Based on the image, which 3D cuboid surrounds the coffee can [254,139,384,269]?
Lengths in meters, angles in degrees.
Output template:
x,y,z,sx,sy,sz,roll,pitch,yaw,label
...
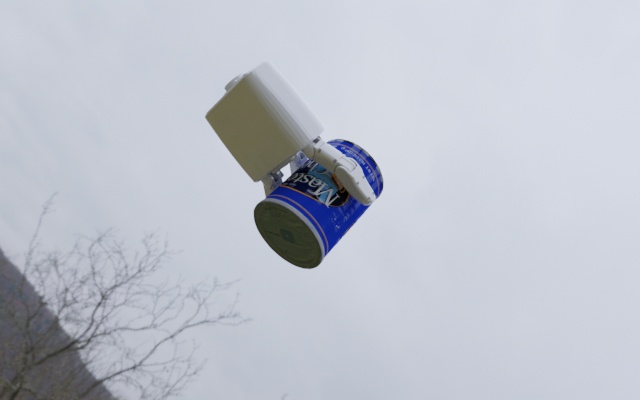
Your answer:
x,y,z,sx,sy,sz,roll,pitch,yaw,label
0.000,0.002,0.601,0.103,0.103,0.140,0,36,46,coffee can
